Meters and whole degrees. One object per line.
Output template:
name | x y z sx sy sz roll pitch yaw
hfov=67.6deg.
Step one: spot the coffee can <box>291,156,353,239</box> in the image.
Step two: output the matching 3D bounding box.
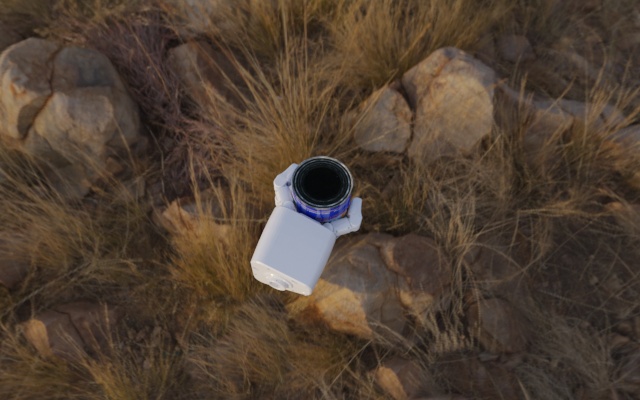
coffee can | 0.000 0.003 0.844 0.103 0.102 0.140 0 -29 -3
